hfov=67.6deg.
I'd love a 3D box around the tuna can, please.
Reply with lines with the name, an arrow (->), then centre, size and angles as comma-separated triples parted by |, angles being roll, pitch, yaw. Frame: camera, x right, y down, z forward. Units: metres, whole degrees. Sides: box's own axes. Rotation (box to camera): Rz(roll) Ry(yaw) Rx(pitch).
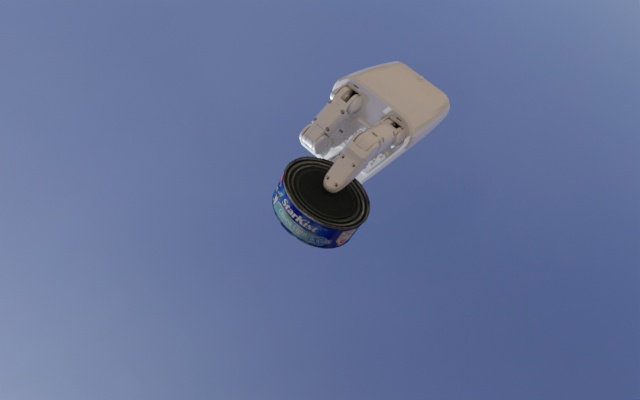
tuna can -> 0.000, 0.002, 0.436 | 0.086, 0.086, 0.034 | 0, -41, -34
